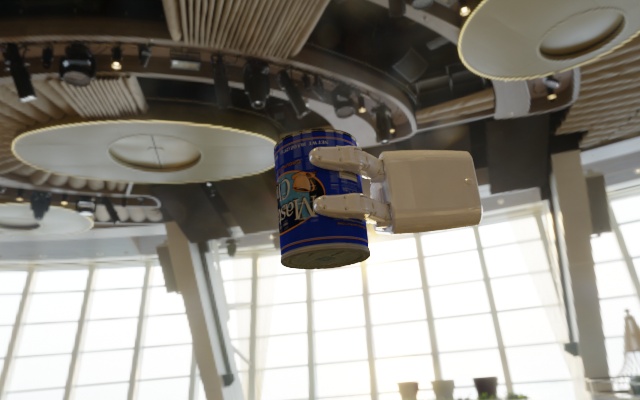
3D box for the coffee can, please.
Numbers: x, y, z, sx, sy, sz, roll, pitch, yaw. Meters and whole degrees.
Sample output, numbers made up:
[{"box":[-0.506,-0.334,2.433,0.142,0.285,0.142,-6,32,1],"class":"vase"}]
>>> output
[{"box":[0.000,0.002,0.558,0.103,0.140,0.103,-5,-19,-2],"class":"coffee can"}]
